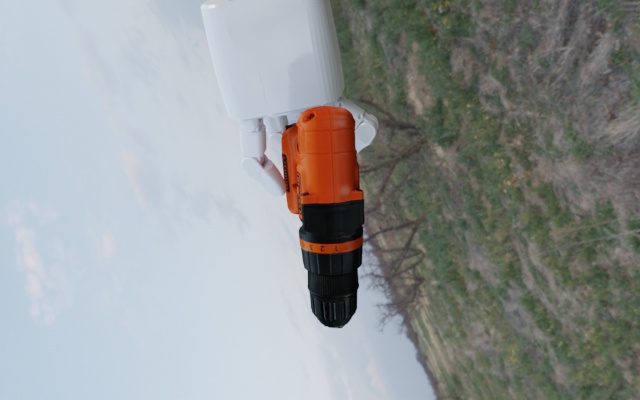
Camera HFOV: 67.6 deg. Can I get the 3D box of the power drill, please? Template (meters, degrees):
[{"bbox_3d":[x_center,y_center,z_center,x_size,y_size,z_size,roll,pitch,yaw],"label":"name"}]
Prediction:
[{"bbox_3d":[0.000,0.001,0.452,0.057,0.184,0.187,-3,14,-9],"label":"power drill"}]
